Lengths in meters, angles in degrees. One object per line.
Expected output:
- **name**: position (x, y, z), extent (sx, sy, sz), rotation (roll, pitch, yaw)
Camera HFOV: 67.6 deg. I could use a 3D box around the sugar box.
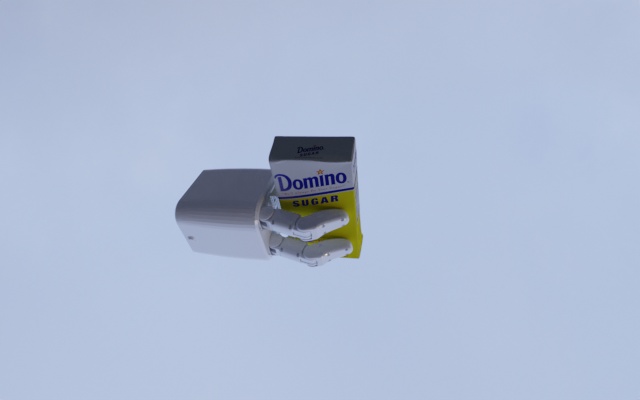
- **sugar box**: position (0.000, 0.002, 0.572), extent (0.093, 0.048, 0.176), rotation (1, -39, 10)
